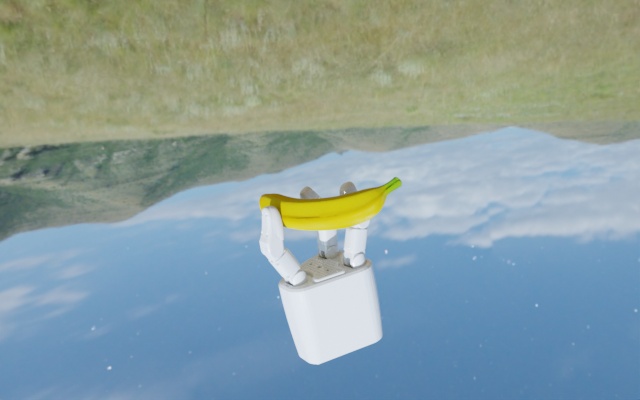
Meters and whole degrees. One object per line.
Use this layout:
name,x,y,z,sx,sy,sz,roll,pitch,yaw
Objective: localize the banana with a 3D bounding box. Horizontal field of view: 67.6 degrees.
banana,-0.006,0.009,0.554,0.198,0.037,0.069,-4,22,32
